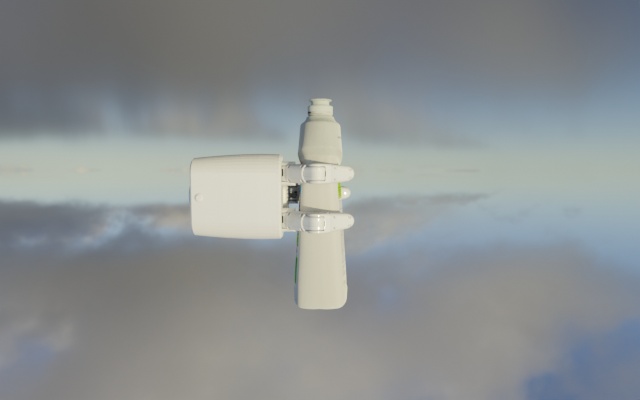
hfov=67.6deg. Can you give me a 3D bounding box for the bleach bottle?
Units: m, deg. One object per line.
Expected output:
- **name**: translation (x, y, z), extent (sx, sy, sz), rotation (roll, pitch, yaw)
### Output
- **bleach bottle**: translation (0.000, 0.002, 0.601), extent (0.068, 0.251, 0.102), rotation (0, 4, 1)
